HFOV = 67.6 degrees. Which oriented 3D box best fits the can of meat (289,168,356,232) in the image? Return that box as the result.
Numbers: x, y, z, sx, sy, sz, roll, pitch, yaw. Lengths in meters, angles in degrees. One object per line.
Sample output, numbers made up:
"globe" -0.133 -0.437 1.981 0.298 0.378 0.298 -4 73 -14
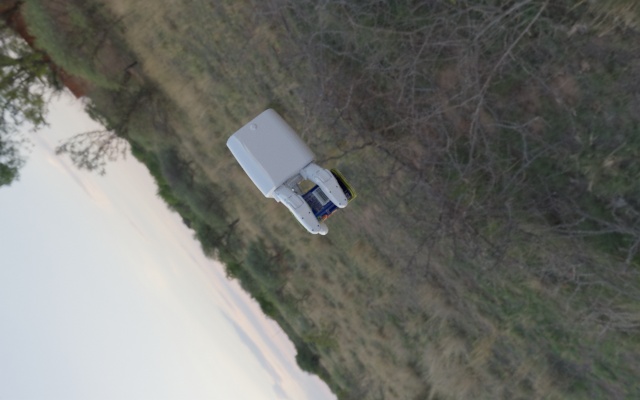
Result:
"can of meat" 0.000 0.003 0.747 0.084 0.057 0.102 -38 -2 -12
